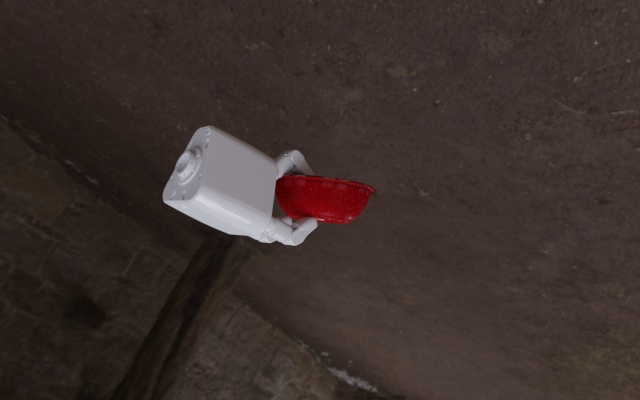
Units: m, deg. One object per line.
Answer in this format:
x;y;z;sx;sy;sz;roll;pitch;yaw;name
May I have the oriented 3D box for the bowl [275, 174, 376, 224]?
0.001;0.003;0.713;0.162;0.055;0.162;6;-6;1;bowl
